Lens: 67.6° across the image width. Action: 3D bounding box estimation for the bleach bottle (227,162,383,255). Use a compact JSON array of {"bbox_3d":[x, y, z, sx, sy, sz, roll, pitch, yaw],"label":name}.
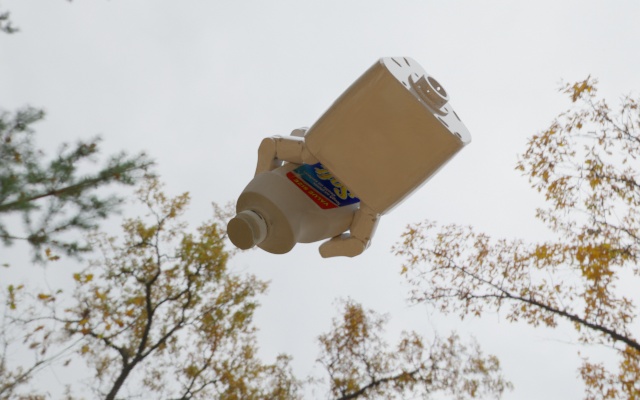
[{"bbox_3d":[0.000,0.002,0.497,0.068,0.102,0.250,-42,-8,33],"label":"bleach bottle"}]
